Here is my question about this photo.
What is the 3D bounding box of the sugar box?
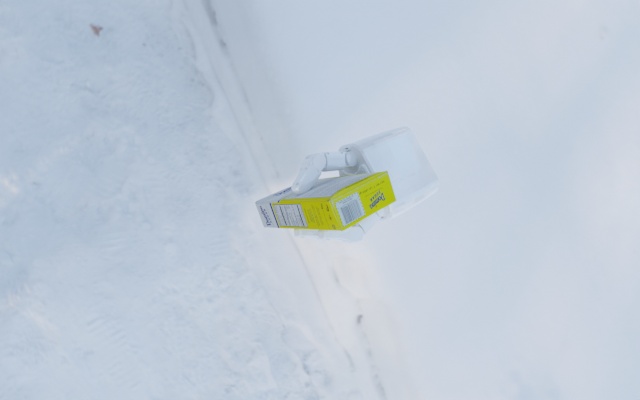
[{"bbox_3d":[0.000,0.002,0.608,0.093,0.048,0.176,-25,11,-33],"label":"sugar box"}]
